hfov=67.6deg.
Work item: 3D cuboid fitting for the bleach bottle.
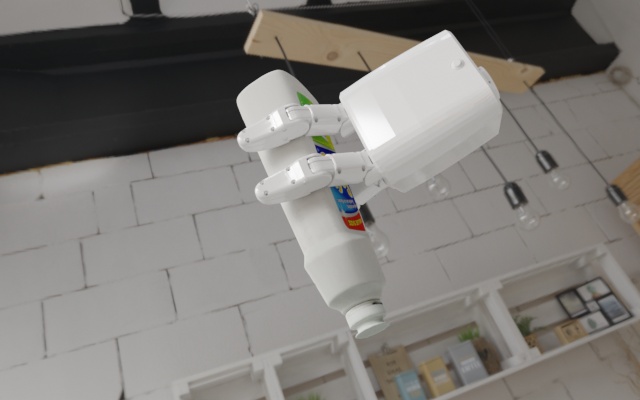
[{"bbox_3d":[0.000,0.001,0.431,0.068,0.250,0.103,-31,-29,13],"label":"bleach bottle"}]
